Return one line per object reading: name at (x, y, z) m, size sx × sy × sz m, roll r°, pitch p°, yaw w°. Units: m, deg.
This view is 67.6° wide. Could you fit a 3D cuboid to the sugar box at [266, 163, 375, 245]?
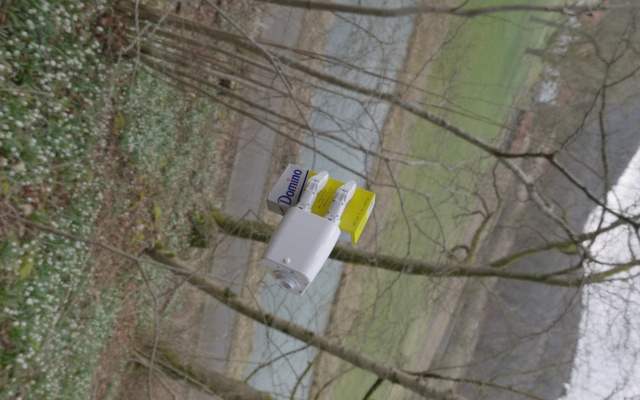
sugar box at (0.000, 0.003, 0.857) m, size 0.176 × 0.093 × 0.048 m, roll 21°, pitch -30°, yaw 15°
